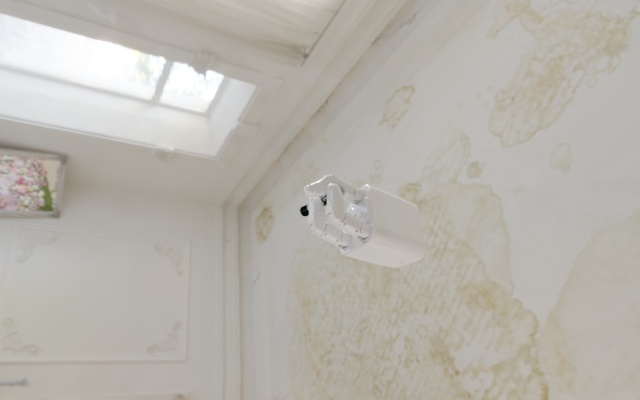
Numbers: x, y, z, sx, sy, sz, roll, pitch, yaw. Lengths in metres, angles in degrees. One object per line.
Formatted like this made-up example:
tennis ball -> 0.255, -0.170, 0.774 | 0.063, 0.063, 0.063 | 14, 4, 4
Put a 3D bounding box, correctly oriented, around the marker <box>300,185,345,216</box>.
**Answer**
marker -> 0.000, 0.002, 0.774 | 0.020, 0.020, 0.121 | 0, -18, -32
